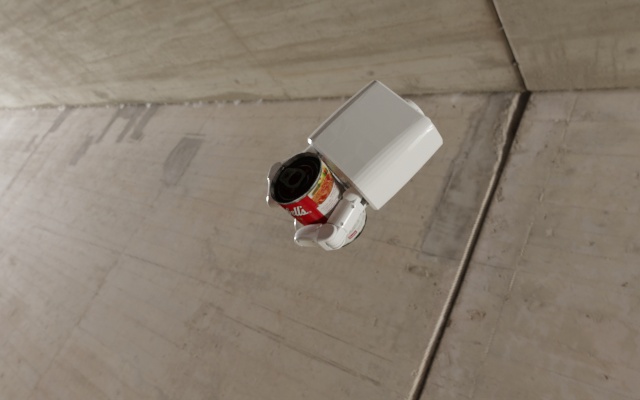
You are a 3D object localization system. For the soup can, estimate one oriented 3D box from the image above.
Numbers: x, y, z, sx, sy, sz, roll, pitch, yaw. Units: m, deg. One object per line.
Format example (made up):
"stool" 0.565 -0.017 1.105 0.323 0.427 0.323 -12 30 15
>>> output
"soup can" 0.000 0.002 0.545 0.068 0.068 0.102 0 -33 40
